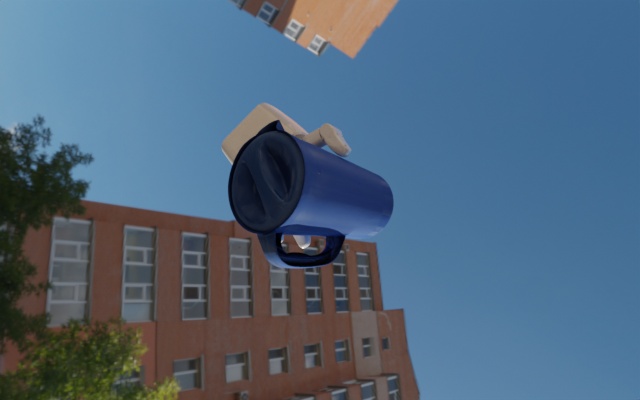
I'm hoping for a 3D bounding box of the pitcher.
[{"bbox_3d":[0.000,0.002,0.675,0.243,0.149,0.145,13,26,-50],"label":"pitcher"}]
